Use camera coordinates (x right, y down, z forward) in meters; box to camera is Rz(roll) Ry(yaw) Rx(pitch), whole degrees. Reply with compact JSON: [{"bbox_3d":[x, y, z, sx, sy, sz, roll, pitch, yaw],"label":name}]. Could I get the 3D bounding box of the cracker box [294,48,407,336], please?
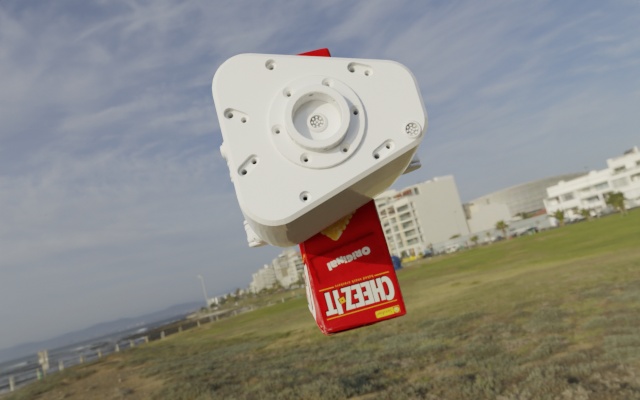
[{"bbox_3d":[0.000,0.001,0.432,0.072,0.213,0.164,-14,-8,-4],"label":"cracker box"}]
